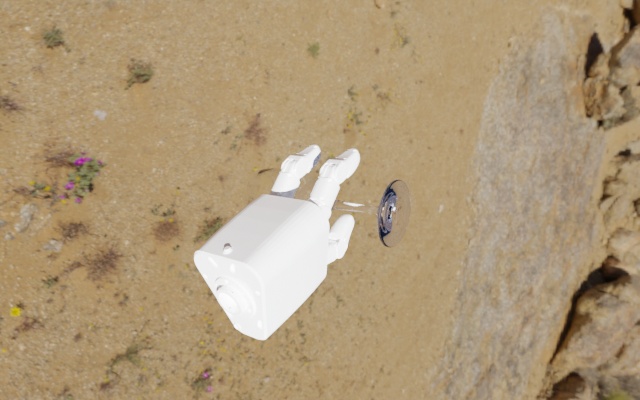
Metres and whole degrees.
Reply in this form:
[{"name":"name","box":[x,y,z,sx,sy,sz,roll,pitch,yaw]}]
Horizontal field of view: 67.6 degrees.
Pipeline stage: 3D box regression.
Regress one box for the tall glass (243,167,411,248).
[{"name":"tall glass","box":[0.001,0.002,0.572,0.201,0.079,0.079,9,5,35]}]
